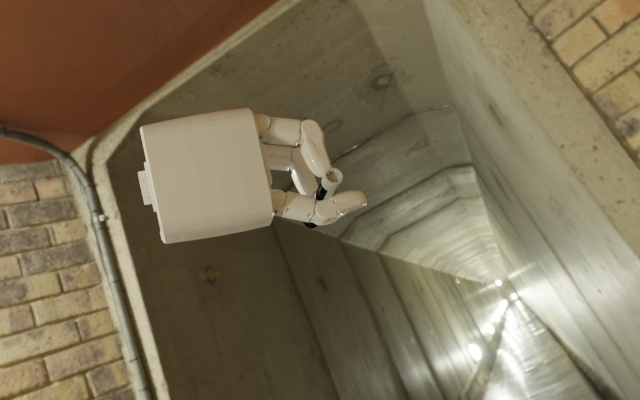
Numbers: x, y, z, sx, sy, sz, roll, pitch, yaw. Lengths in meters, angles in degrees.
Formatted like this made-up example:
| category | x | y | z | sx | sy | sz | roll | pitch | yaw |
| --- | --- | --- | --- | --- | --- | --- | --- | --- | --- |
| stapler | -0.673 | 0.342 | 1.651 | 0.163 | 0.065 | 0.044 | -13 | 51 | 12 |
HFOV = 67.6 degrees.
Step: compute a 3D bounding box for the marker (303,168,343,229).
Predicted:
| category | x | y | z | sx | sy | sz | roll | pitch | yaw |
| --- | --- | --- | --- | --- | --- | --- | --- | --- | --- |
| marker | 0.000 | 0.002 | 0.509 | 0.020 | 0.020 | 0.121 | 0 | -25 | -14 |
